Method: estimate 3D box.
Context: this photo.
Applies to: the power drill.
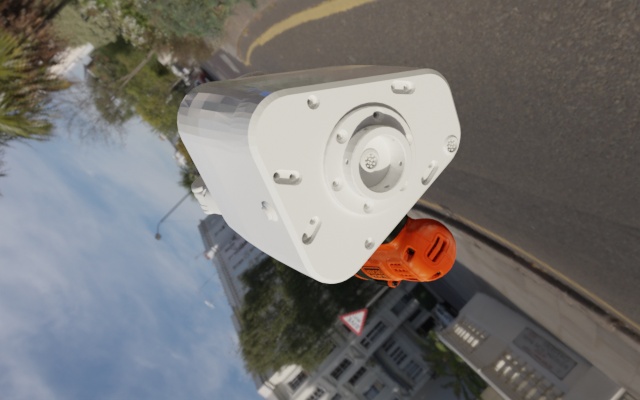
[{"bbox_3d":[0.000,0.001,0.404,0.188,0.057,0.184,38,-19,-13],"label":"power drill"}]
